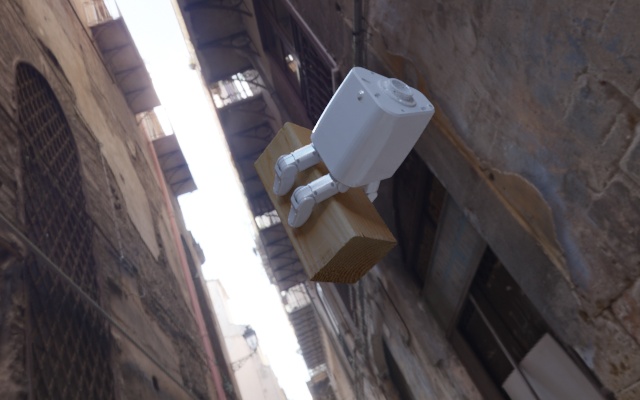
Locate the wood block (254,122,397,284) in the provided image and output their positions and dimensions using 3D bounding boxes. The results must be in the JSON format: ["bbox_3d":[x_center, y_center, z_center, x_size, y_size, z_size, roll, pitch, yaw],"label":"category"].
[{"bbox_3d":[0.000,0.002,0.645,0.091,0.206,0.090,13,-52,-45],"label":"wood block"}]
